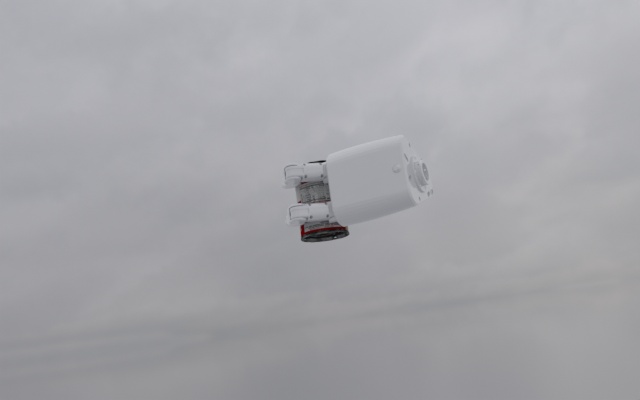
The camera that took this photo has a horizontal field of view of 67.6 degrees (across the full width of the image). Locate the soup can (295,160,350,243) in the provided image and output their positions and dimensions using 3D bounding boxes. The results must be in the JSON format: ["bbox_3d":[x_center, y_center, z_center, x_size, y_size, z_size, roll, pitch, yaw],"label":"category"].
[{"bbox_3d":[0.000,0.002,0.669,0.068,0.102,0.068,-7,-14,-2],"label":"soup can"}]
